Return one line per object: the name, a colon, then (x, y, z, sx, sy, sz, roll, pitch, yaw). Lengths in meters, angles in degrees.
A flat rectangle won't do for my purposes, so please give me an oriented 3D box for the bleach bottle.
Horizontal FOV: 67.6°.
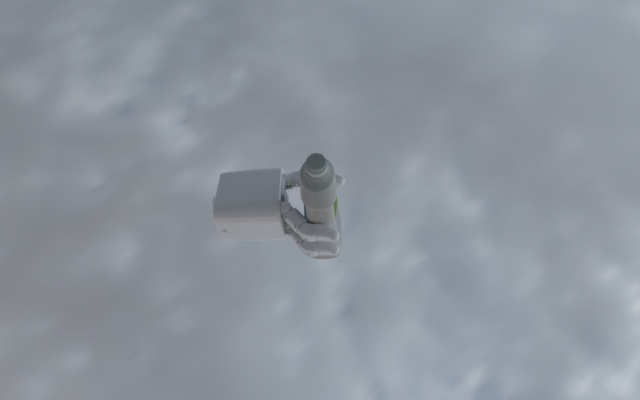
bleach bottle: (0.000, 0.003, 0.760, 0.068, 0.102, 0.251, -4, -30, 1)
